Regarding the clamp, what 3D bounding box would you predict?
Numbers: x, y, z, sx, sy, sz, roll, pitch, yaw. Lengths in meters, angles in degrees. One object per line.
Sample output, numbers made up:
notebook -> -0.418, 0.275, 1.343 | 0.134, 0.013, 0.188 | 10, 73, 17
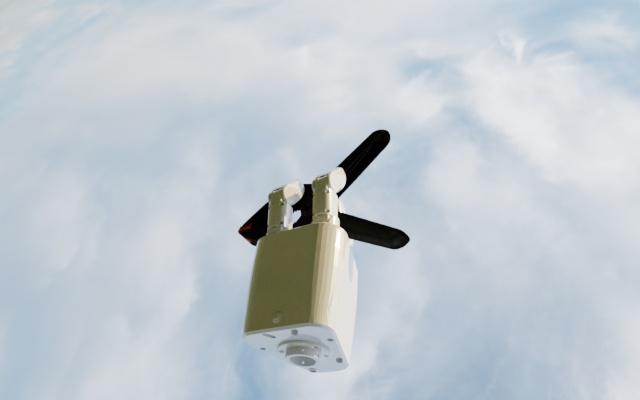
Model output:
clamp -> 0.000, 0.003, 0.557 | 0.210, 0.164, 0.036 | -15, -42, 25
